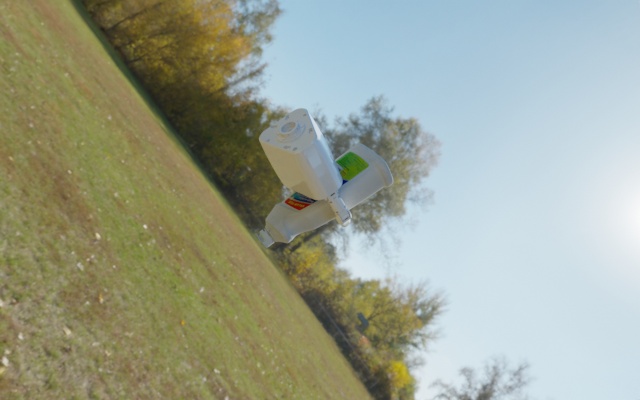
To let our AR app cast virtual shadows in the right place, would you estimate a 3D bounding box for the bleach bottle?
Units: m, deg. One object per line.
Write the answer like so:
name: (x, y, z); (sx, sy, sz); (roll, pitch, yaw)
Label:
bleach bottle: (0.000, 0.003, 0.846); (0.251, 0.068, 0.102); (-36, 42, -7)
